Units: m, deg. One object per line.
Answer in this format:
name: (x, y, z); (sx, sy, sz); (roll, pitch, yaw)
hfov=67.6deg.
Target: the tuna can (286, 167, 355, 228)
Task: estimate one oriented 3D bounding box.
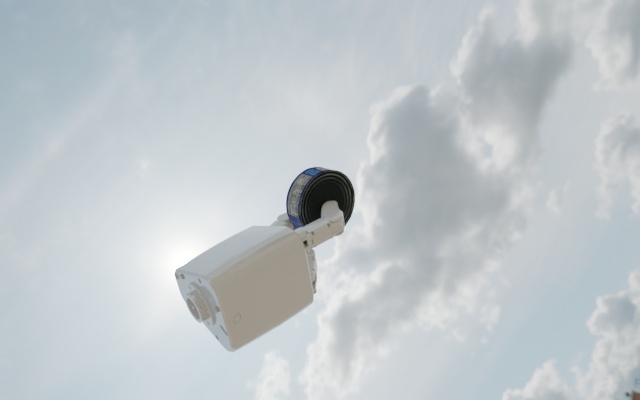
tuna can: (0.000, 0.002, 0.591); (0.086, 0.086, 0.033); (0, 12, -39)
